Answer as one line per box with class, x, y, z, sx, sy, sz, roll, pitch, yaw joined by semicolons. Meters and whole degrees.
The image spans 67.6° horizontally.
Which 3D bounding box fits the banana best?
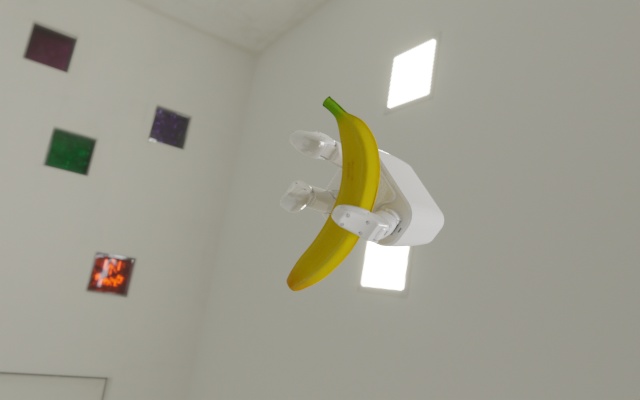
banana;0.019;0.003;0.474;0.069;0.198;0.037;14;8;11
